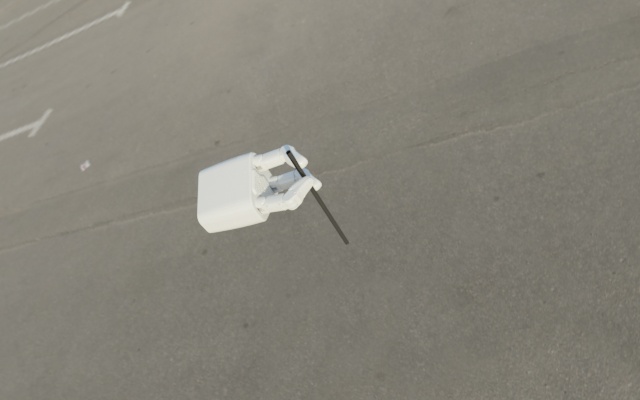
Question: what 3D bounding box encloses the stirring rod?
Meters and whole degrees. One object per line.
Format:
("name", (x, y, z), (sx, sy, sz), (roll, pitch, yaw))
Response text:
("stirring rod", (0.000, 0.003, 0.793), (0.011, 0.011, 0.240), (0, -39, 31))
